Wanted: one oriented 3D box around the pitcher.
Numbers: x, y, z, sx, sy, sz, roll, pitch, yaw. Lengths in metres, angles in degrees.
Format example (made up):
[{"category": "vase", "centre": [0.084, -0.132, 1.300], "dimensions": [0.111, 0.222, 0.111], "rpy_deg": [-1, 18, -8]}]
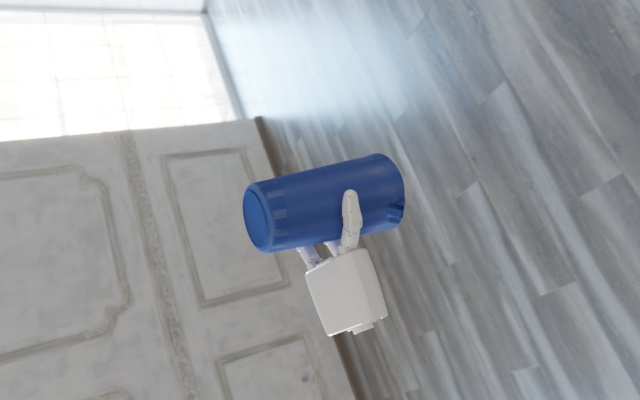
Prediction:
[{"category": "pitcher", "centre": [0.000, 0.003, 0.771], "dimensions": [0.243, 0.145, 0.149], "rpy_deg": [-12, -15, -28]}]
